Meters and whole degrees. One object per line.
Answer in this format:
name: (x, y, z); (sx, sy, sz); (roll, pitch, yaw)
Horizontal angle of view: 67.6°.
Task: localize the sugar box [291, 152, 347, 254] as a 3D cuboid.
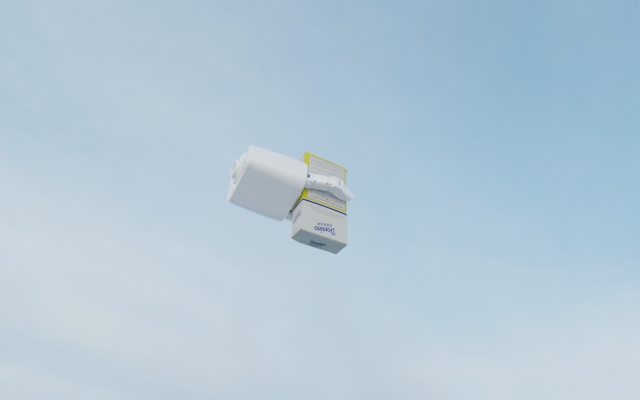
sugar box: (0.000, 0.003, 0.859); (0.093, 0.176, 0.048); (21, -40, -21)
